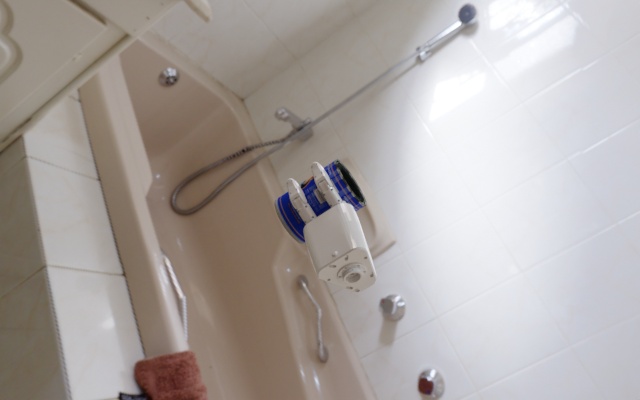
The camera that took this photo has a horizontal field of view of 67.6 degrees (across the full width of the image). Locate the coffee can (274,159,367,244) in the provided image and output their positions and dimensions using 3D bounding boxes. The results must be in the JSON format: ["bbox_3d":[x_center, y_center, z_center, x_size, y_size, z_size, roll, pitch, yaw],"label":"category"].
[{"bbox_3d":[0.000,0.003,0.893,0.140,0.103,0.103,-33,-9,14],"label":"coffee can"}]
